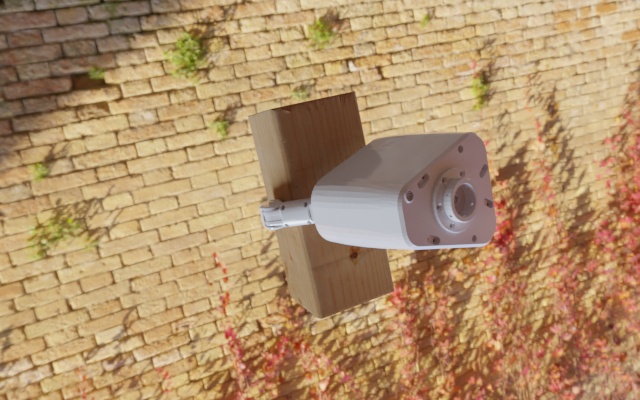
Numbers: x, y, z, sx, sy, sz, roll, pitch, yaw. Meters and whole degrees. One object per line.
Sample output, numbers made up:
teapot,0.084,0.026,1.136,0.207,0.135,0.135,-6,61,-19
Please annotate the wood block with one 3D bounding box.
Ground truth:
wood block,0.000,0.002,0.498,0.091,0.206,0.090,-16,11,-20
